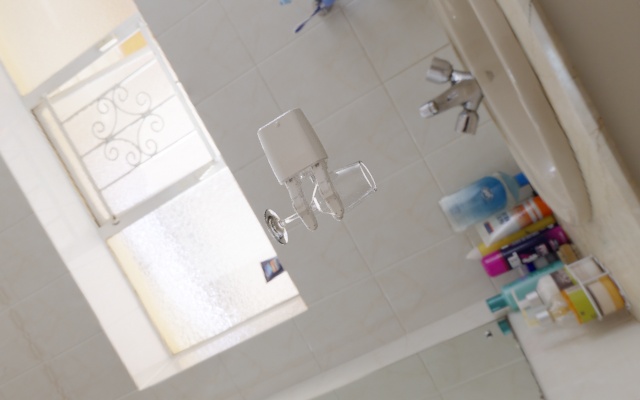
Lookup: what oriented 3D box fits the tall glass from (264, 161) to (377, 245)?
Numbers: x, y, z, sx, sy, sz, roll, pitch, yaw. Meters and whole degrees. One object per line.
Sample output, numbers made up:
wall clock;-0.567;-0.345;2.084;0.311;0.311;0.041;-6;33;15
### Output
tall glass;0.000;0.003;0.865;0.201;0.079;0.079;-29;-8;15
